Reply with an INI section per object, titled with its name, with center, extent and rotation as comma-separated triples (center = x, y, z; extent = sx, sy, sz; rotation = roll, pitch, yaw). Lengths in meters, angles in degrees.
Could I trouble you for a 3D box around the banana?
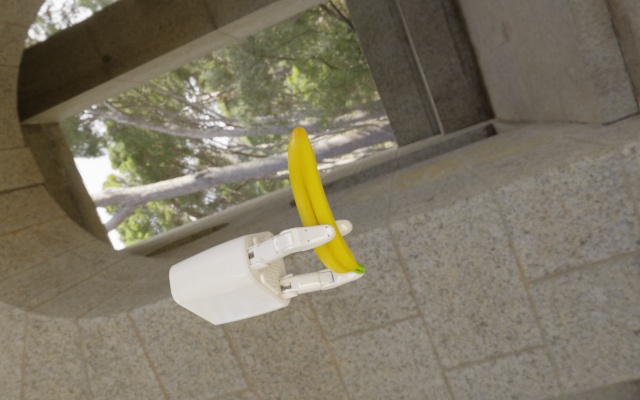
[banana]
center = -0.003, 0.008, 0.565
extent = 0.037, 0.198, 0.069
rotation = -21, 3, 17
